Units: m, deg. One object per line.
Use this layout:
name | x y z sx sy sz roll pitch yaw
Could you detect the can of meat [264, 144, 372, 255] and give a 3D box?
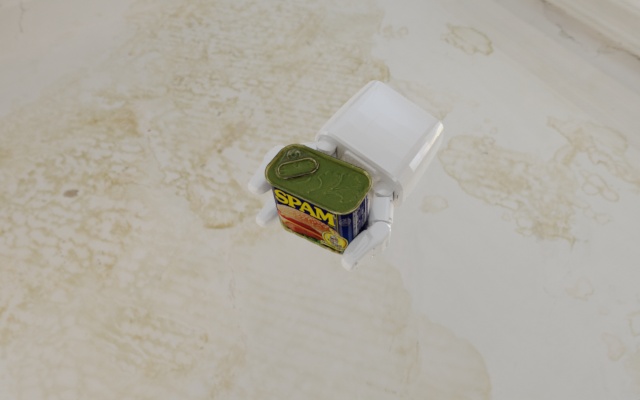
can of meat | 0.000 0.002 0.482 0.102 0.057 0.084 24 -31 21
